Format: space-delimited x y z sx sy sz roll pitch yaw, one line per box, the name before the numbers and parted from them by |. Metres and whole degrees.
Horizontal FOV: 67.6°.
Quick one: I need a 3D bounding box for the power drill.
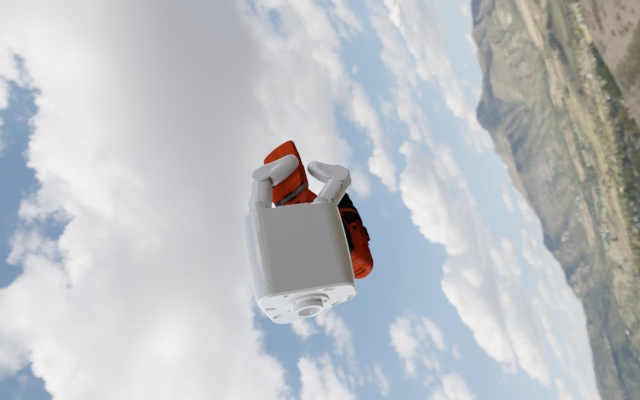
power drill | 0.000 0.002 0.677 0.188 0.057 0.184 44 17 -33
